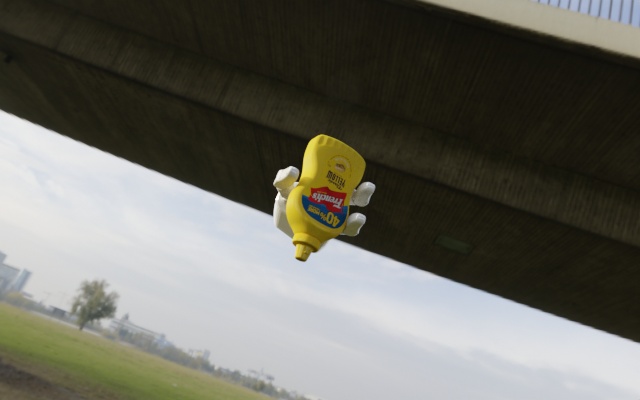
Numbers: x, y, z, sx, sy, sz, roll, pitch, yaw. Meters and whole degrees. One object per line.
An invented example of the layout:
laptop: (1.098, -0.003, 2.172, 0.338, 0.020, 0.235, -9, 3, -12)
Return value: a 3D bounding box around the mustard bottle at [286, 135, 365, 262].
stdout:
mustard bottle: (0.000, 0.002, 0.720, 0.096, 0.191, 0.058, 31, -25, -23)
